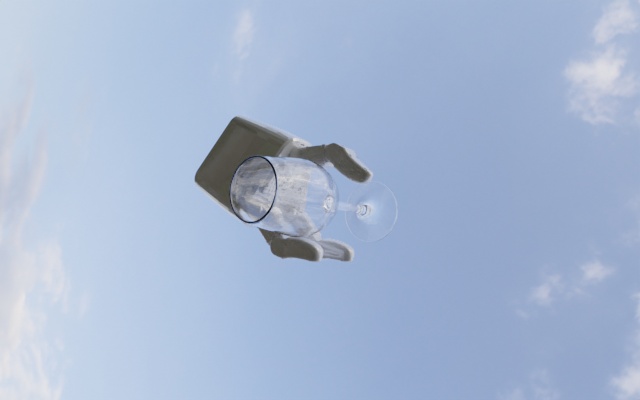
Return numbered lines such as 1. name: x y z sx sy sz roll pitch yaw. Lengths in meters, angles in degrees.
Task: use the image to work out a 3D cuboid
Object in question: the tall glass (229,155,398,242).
1. tall glass: 0.001 0.002 0.503 0.079 0.079 0.201 0 -7 38
